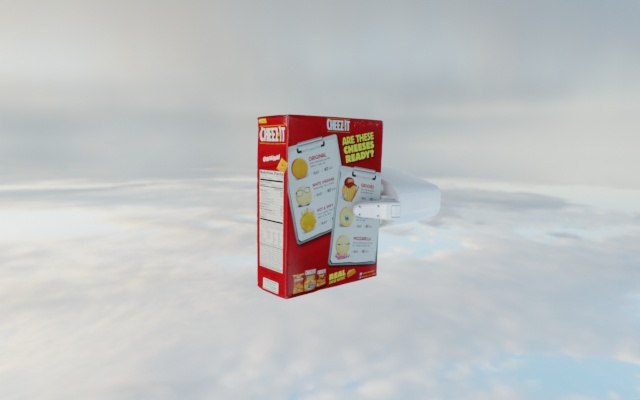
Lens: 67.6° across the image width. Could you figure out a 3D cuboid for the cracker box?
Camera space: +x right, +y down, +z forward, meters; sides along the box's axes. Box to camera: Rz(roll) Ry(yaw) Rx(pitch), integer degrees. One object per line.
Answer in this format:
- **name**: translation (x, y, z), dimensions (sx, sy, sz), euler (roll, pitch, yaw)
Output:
- **cracker box**: translation (0.000, 0.002, 0.612), dimensions (0.164, 0.214, 0.072), euler (-5, 9, -42)
